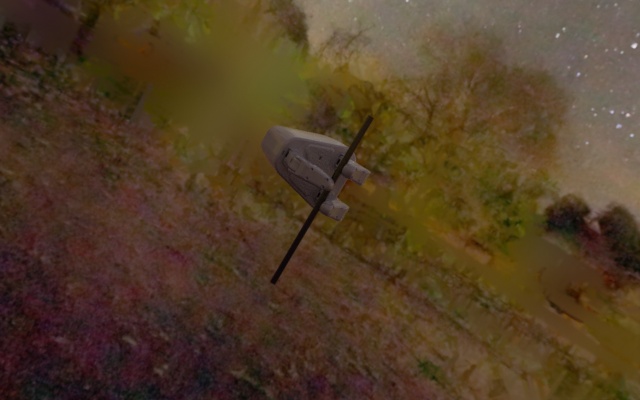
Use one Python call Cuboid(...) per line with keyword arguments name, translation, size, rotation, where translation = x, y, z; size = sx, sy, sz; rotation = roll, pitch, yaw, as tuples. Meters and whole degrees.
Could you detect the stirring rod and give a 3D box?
Cuboid(name="stirring rod", translation=(0.000, 0.002, 0.590), size=(0.011, 0.239, 0.011), rotation=(30, 8, -5))
